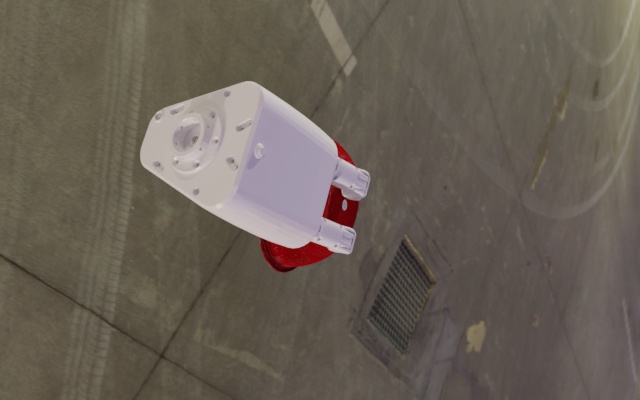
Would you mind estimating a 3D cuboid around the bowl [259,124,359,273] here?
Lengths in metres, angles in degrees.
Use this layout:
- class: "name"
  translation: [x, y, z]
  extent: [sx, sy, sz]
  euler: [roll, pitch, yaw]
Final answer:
- class: "bowl"
  translation: [0.001, 0.002, 0.499]
  extent: [0.055, 0.162, 0.162]
  euler: [11, 4, 23]
